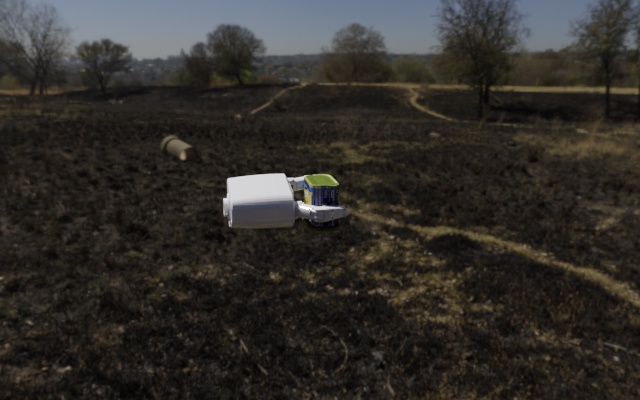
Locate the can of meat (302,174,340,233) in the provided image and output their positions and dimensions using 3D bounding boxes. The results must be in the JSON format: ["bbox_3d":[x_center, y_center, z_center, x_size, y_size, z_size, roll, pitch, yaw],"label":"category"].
[{"bbox_3d":[0.000,0.003,0.855,0.057,0.084,0.102,-3,15,-11],"label":"can of meat"}]
